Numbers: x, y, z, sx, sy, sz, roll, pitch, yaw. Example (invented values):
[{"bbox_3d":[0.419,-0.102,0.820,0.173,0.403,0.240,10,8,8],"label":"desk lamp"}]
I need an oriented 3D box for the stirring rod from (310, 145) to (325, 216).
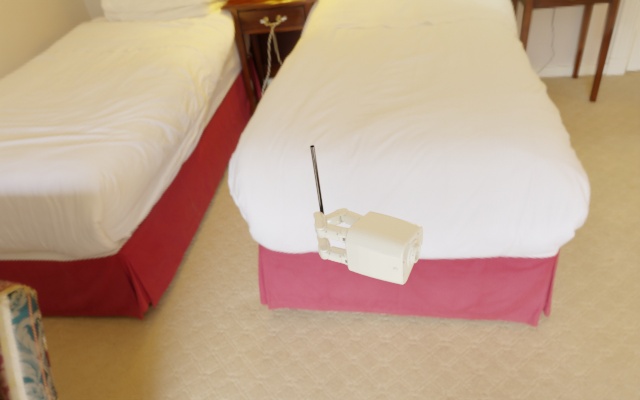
[{"bbox_3d":[0.000,0.003,0.884,0.011,0.240,0.011,-5,37,4],"label":"stirring rod"}]
